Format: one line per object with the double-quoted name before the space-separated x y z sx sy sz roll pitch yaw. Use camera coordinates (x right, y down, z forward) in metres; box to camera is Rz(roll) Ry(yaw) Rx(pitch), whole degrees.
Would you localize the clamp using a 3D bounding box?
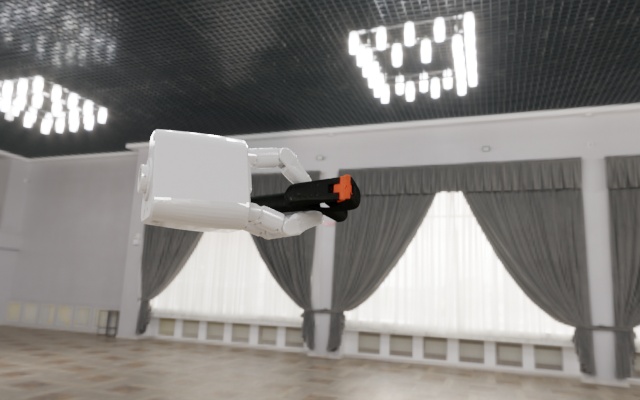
"clamp" 0.000 0.001 0.624 0.164 0.036 0.210 5 -11 -27
